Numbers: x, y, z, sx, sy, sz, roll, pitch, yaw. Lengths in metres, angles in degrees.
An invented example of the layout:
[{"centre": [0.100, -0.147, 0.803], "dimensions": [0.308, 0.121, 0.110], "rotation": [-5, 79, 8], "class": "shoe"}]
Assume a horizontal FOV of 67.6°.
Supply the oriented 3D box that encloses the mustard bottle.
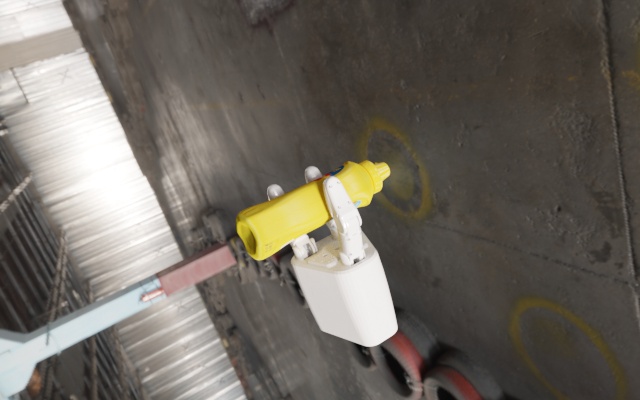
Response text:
[{"centre": [0.000, 0.002, 0.552], "dimensions": [0.191, 0.058, 0.096], "rotation": [-26, -5, -20], "class": "mustard bottle"}]
